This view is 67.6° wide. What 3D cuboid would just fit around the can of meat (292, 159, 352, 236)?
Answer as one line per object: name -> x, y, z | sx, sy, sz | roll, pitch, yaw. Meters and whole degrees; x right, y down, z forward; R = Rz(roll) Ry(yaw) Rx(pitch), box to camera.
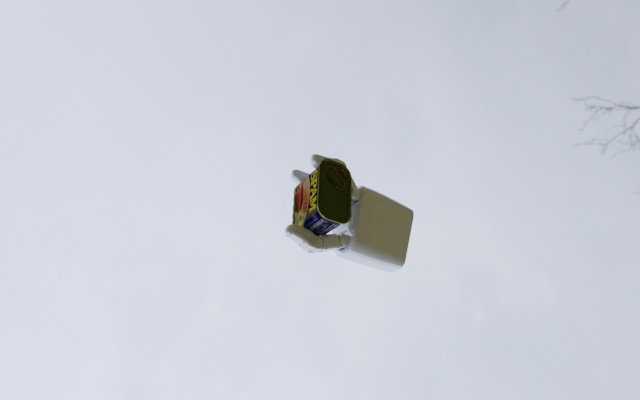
can of meat -> 0.000, 0.003, 0.721 | 0.057, 0.102, 0.084 | 19, -34, -26
